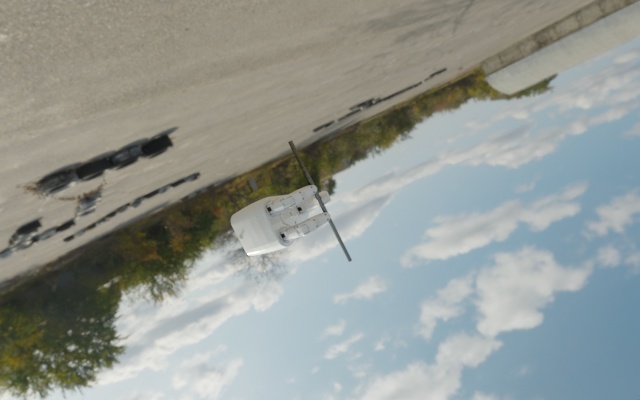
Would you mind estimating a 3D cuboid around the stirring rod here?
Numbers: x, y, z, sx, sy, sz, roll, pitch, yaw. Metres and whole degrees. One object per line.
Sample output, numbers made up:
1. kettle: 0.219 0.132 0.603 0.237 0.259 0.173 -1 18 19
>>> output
1. stirring rod: 0.000 0.003 0.852 0.011 0.239 0.011 -26 6 3
